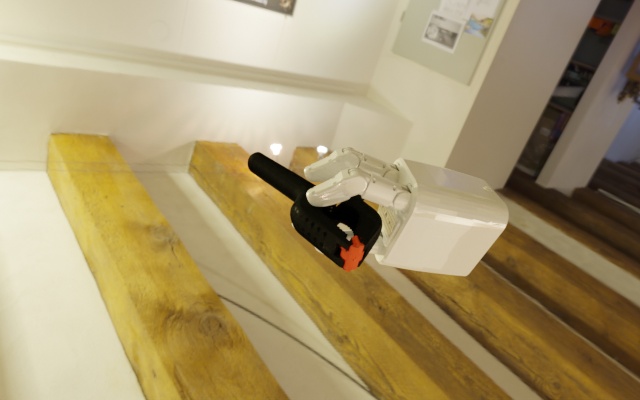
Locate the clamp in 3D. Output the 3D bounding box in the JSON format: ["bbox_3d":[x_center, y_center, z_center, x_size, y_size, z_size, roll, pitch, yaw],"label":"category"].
[{"bbox_3d":[0.000,0.003,0.510,0.164,0.036,0.210,9,26,-10],"label":"clamp"}]
